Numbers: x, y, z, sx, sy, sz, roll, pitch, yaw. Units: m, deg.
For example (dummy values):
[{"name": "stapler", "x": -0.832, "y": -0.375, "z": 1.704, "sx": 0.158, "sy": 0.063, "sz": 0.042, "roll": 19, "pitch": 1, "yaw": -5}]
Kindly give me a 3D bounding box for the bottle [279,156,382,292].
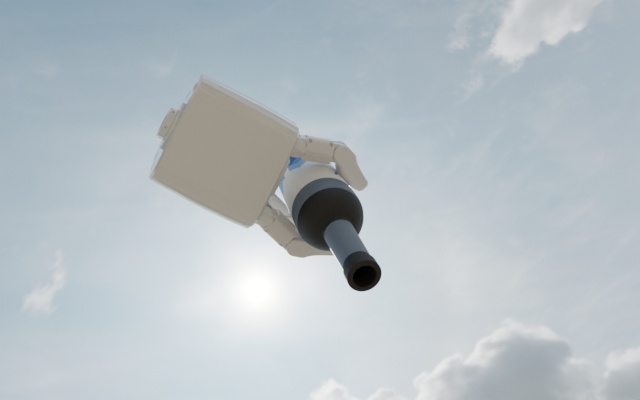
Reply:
[{"name": "bottle", "x": 0.000, "y": 0.002, "z": 0.490, "sx": 0.069, "sy": 0.069, "sz": 0.295, "roll": 0, "pitch": 22, "yaw": -14}]
